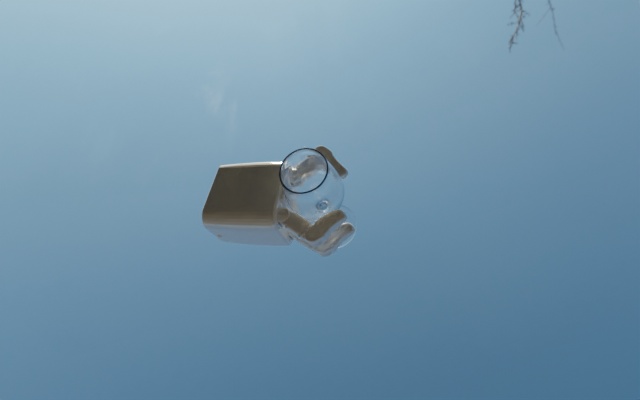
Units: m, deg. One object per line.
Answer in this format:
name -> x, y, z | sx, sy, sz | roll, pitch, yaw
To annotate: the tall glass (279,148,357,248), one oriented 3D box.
tall glass -> 0.000, 0.002, 0.663 | 0.079, 0.079, 0.201 | 0, -23, 13
